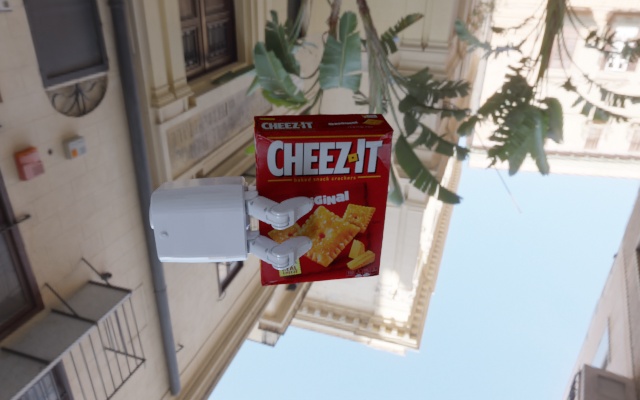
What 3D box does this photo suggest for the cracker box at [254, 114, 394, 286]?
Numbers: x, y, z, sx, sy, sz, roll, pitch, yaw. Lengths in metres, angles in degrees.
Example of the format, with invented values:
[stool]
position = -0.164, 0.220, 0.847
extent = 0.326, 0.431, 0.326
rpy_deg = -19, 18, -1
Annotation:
[cracker box]
position = 0.000, 0.002, 0.614
extent = 0.164, 0.214, 0.072
rpy_deg = -3, 28, -9
